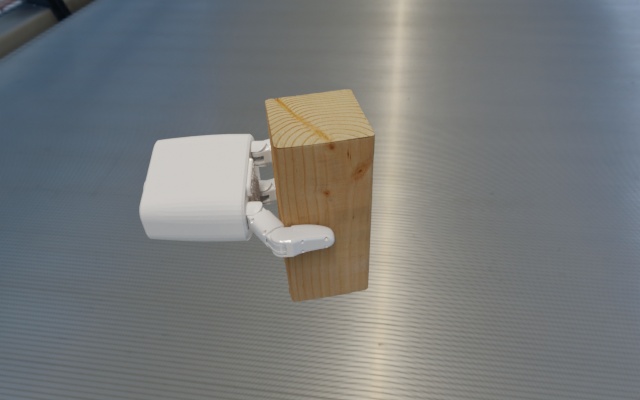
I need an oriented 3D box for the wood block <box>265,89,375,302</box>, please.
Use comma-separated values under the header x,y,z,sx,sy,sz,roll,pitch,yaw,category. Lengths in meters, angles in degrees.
x,y,z,sx,sy,sz,roll,pitch,yaw,category
0.000,0.002,0.504,0.090,0.206,0.090,-8,41,-7,wood block
